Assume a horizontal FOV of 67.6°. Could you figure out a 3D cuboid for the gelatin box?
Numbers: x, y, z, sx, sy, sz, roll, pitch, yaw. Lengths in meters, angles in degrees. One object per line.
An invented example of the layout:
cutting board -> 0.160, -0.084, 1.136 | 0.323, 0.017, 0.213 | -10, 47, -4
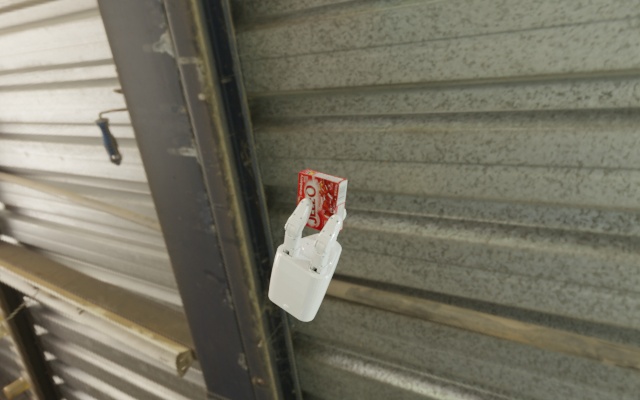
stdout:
gelatin box -> 0.000, 0.002, 0.748 | 0.073, 0.089, 0.030 | 17, 25, 28
